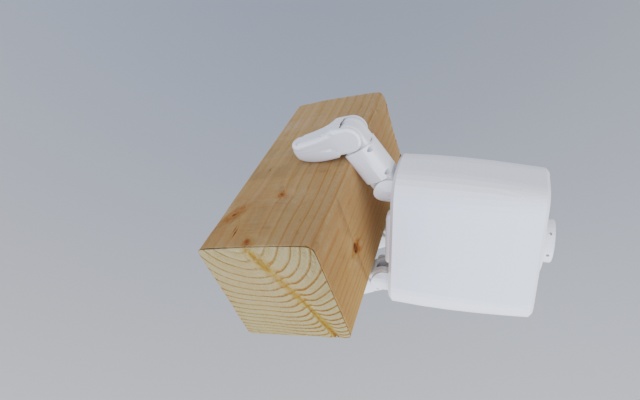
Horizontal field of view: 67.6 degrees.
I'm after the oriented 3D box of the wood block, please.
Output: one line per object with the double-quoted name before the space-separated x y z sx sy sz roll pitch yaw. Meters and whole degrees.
"wood block" 0.000 0.001 0.402 0.090 0.091 0.206 -4 36 26
